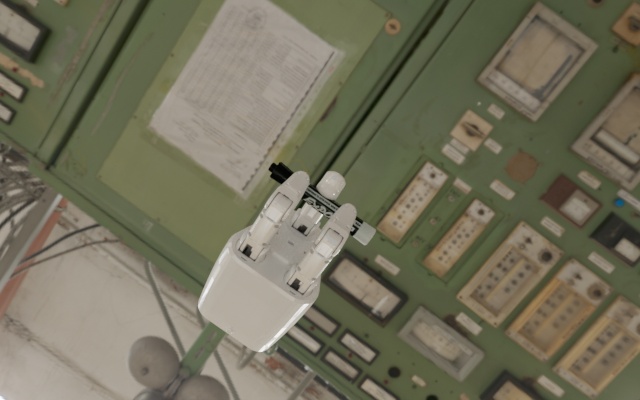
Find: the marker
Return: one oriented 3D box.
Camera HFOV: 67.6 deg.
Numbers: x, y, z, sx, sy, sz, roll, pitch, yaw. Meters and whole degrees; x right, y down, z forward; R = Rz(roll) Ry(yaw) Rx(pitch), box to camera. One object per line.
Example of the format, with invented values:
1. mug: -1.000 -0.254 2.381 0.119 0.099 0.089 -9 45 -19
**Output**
1. marker: 0.000 0.001 0.468 0.121 0.020 0.020 35 0 1
